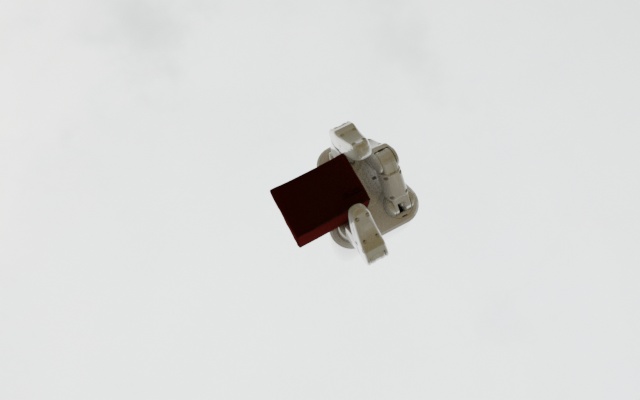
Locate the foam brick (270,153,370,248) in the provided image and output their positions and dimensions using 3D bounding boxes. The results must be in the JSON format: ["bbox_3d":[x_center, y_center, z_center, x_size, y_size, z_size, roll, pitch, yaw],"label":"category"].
[{"bbox_3d":[0.000,0.001,0.449,0.078,0.053,0.051,-27,-14,-8],"label":"foam brick"}]
